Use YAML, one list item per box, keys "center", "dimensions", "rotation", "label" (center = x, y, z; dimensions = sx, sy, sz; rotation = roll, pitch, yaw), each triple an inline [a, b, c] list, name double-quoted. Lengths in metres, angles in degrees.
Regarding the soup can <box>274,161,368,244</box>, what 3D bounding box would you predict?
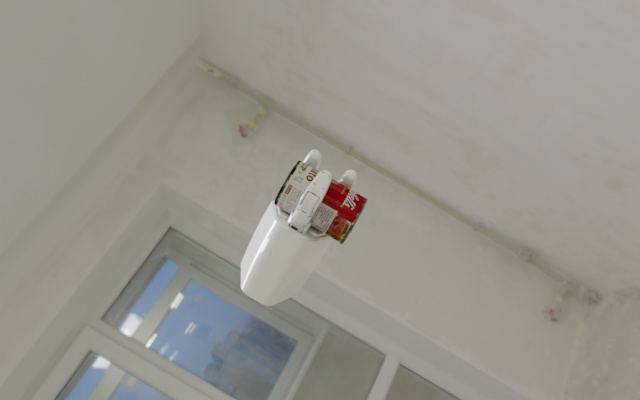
- center: [0.000, 0.001, 0.615]
  dimensions: [0.102, 0.068, 0.068]
  rotation: [30, 0, 1]
  label: "soup can"
